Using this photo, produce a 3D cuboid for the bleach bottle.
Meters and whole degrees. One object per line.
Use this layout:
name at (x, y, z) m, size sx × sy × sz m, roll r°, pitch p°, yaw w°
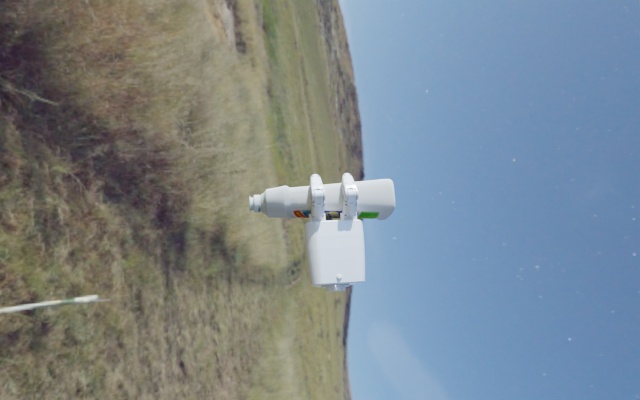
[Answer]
bleach bottle at (0.000, 0.003, 0.855) m, size 0.251 × 0.068 × 0.102 m, roll -2°, pitch -12°, yaw -6°
